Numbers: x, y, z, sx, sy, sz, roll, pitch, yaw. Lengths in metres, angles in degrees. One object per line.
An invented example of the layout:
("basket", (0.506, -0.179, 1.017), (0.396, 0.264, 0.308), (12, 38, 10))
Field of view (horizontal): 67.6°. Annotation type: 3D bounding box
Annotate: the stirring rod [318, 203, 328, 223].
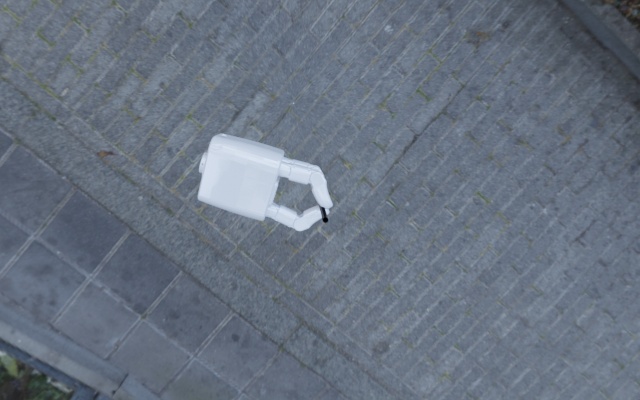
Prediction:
("stirring rod", (0.000, 0.003, 0.762), (0.011, 0.011, 0.239), (0, 11, -3))
